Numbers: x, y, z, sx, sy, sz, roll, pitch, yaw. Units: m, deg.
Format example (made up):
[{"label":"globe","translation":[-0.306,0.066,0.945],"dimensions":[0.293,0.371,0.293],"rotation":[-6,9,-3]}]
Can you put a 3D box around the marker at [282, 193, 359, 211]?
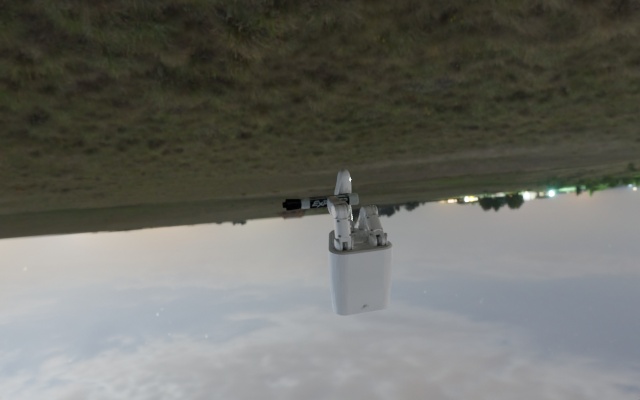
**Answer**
[{"label":"marker","translation":[0.000,0.002,0.756],"dimensions":[0.121,0.020,0.020],"rotation":[-5,1,-12]}]
